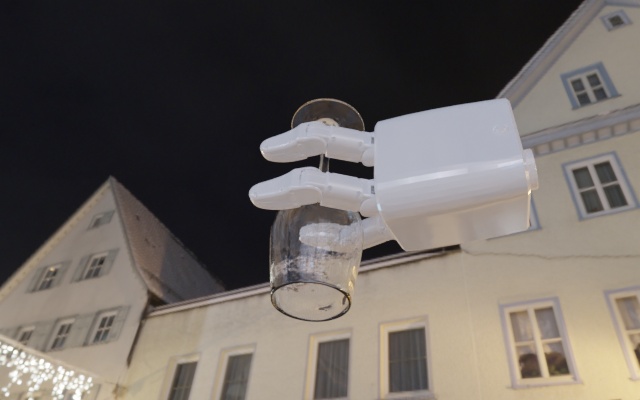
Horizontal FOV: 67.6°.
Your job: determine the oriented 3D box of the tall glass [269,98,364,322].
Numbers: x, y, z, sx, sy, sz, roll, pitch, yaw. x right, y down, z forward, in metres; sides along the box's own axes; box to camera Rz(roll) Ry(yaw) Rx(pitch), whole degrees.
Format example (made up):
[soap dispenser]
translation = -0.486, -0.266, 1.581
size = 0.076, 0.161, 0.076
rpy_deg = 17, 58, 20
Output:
[tall glass]
translation = 0.000, 0.001, 0.422
size = 0.079, 0.200, 0.079
rpy_deg = 4, -40, 3
